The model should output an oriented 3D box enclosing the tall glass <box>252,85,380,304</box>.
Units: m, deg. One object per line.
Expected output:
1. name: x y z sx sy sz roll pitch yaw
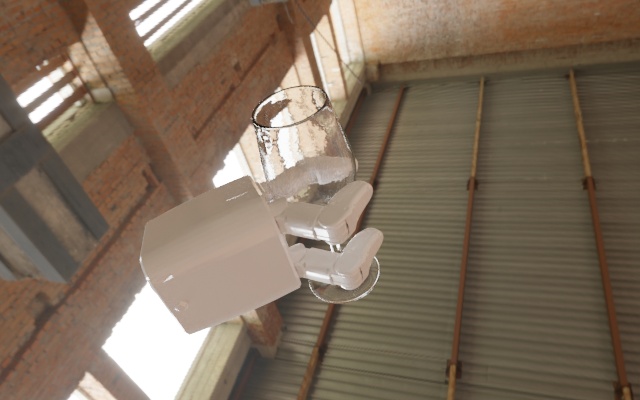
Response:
1. tall glass: 0.000 0.002 0.427 0.079 0.201 0.079 -11 39 9
